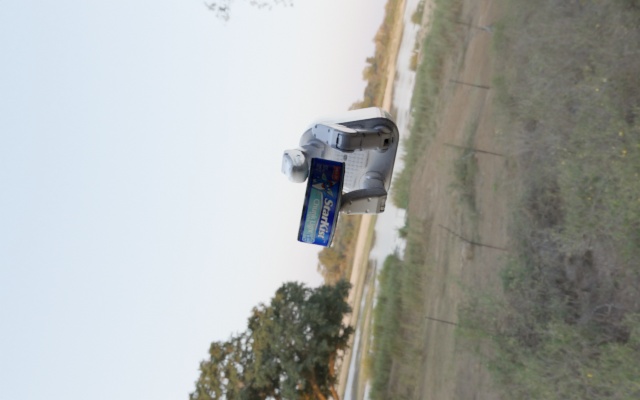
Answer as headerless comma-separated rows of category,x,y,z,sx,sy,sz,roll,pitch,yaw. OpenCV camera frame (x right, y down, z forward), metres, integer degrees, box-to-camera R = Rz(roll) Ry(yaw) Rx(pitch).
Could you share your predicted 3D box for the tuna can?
tuna can,0.000,0.001,0.467,0.034,0.086,0.086,10,0,-2
